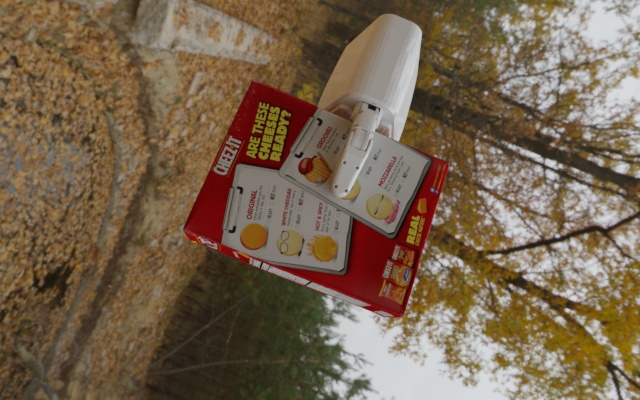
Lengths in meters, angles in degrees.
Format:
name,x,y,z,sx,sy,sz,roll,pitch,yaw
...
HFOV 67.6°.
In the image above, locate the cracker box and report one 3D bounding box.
name,x,y,z,sx,sy,sz,roll,pitch,yaw
cracker box,0.000,0.002,0.475,0.214,0.164,0.072,22,-18,-3
